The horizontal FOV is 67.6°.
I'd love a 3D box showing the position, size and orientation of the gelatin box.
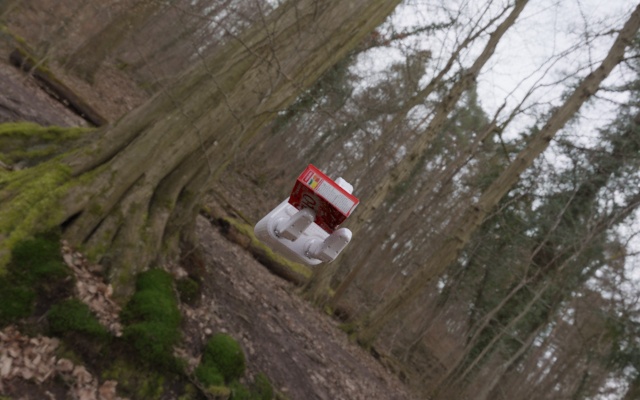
[{"bbox_3d":[0.000,0.001,0.587,0.073,0.030,0.089,38,-22,1],"label":"gelatin box"}]
